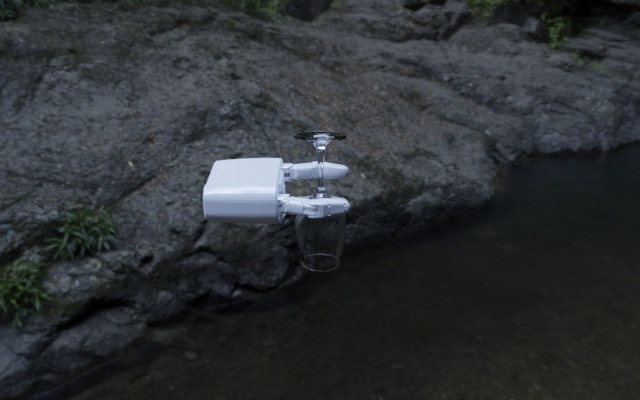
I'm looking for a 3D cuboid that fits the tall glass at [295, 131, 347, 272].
[{"bbox_3d":[0.000,0.002,0.711,0.079,0.201,0.079,0,19,0],"label":"tall glass"}]
